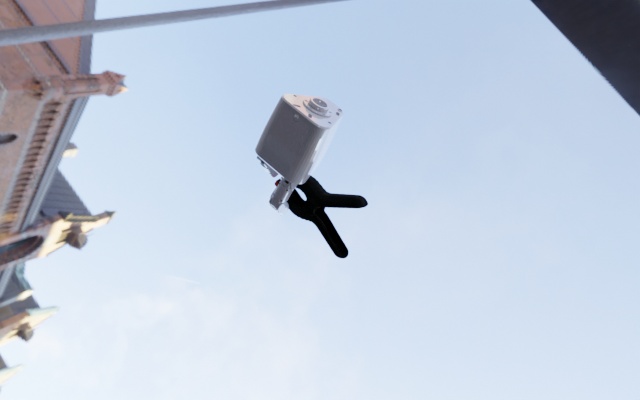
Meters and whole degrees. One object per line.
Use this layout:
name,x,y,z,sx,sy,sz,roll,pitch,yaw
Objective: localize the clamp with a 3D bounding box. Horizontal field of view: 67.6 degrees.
clamp,0.000,0.002,0.772,0.171,0.120,0.039,40,33,16
